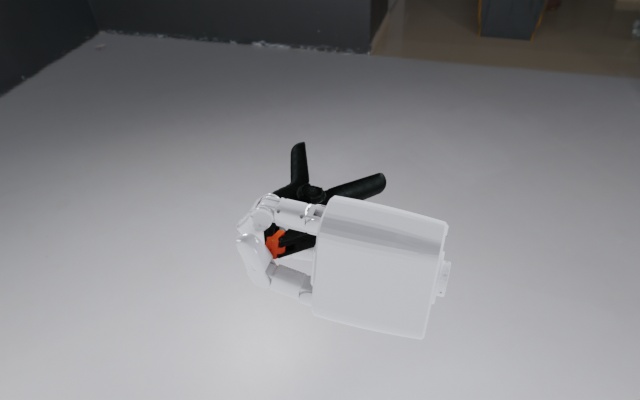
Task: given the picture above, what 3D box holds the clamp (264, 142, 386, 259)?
[{"bbox_3d":[0.000,0.001,0.515,0.120,0.039,0.171,13,45,13],"label":"clamp"}]
